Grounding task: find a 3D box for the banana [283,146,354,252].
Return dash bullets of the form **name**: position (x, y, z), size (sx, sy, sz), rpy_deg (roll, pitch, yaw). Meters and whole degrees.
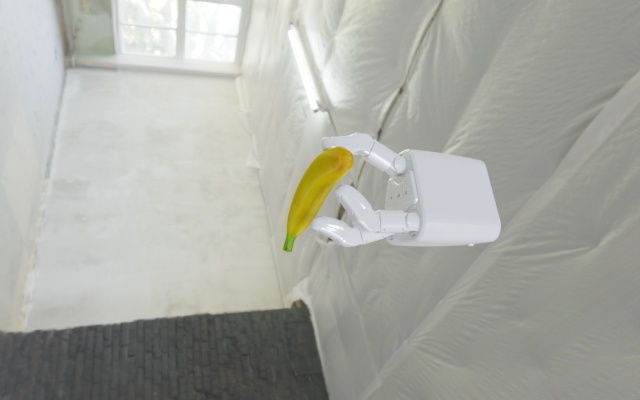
- **banana**: position (-0.002, -0.012, 0.563), size (0.037, 0.069, 0.198), rpy_deg (9, -37, -17)
